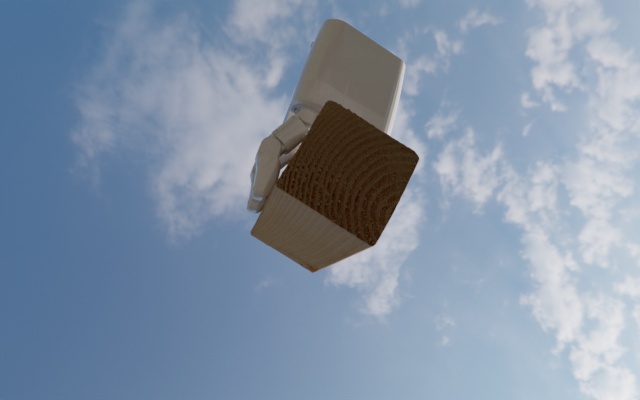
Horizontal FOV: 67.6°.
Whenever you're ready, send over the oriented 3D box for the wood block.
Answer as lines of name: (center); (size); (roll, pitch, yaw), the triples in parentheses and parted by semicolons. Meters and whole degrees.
wood block: (0.000, 0.001, 0.465); (0.091, 0.090, 0.206); (31, -19, -4)
